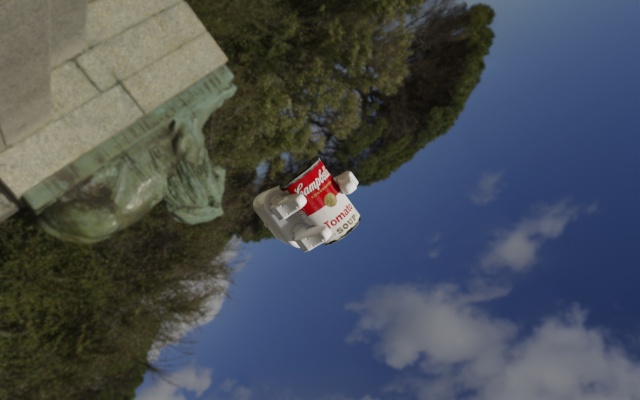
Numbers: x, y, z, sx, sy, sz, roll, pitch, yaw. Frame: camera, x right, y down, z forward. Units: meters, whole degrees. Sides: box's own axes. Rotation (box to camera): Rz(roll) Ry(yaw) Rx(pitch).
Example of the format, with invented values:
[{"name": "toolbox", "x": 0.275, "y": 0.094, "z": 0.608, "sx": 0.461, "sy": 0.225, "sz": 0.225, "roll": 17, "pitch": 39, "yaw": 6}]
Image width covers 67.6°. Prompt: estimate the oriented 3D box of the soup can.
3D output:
[{"name": "soup can", "x": 0.001, "y": 0.002, "z": 0.655, "sx": 0.068, "sy": 0.102, "sz": 0.068, "roll": -35, "pitch": 11, "yaw": 8}]
